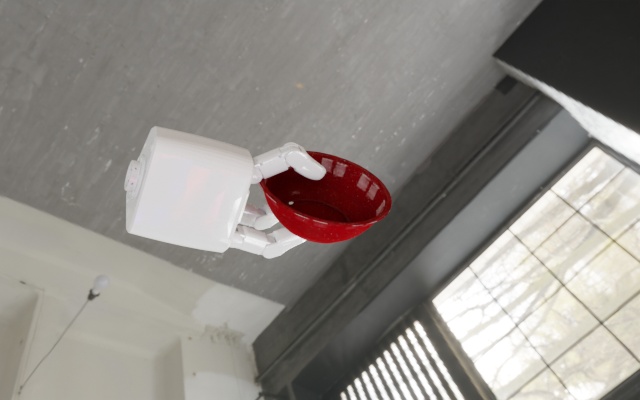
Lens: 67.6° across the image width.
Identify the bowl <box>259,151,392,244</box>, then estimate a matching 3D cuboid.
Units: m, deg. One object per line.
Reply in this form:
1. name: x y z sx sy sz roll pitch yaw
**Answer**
1. bowl: 0.001 0.002 0.571 0.162 0.055 0.162 11 31 -7
